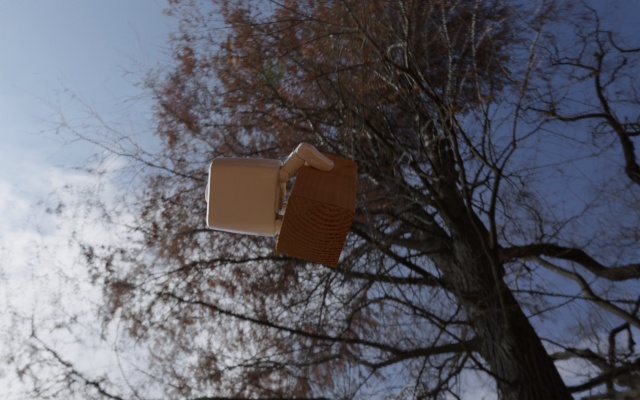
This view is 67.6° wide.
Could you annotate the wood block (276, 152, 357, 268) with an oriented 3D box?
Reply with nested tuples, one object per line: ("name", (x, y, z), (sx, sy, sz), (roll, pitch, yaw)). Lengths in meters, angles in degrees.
("wood block", (0.000, 0.002, 0.724), (0.090, 0.091, 0.206), (15, 23, -2))
